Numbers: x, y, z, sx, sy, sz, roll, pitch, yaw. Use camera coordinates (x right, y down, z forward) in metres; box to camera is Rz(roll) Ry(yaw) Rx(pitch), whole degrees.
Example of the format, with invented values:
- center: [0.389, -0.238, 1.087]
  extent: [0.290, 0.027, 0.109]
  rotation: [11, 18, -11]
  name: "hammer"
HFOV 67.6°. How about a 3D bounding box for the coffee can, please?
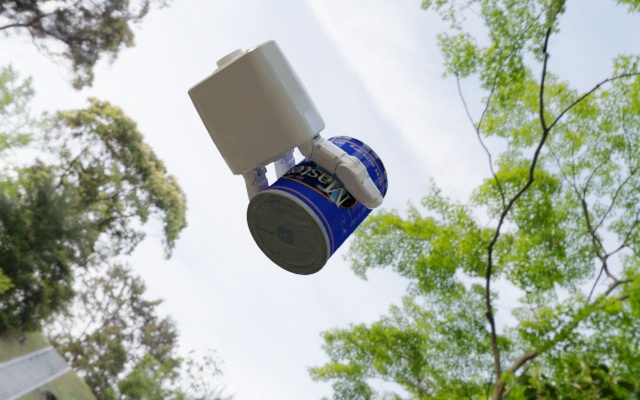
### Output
- center: [0.000, 0.002, 0.538]
  extent: [0.103, 0.103, 0.140]
  rotation: [0, 30, 38]
  name: "coffee can"
